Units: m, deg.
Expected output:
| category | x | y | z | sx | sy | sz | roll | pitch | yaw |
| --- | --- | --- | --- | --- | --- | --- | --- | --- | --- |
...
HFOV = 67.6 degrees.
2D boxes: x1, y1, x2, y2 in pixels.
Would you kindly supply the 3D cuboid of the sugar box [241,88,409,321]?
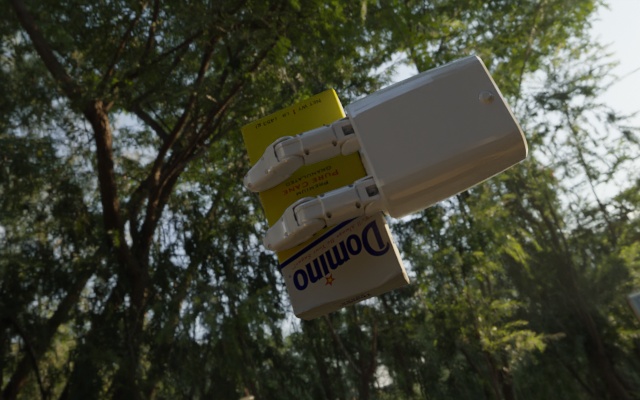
| category | x | y | z | sx | sy | sz | roll | pitch | yaw |
| --- | --- | --- | --- | --- | --- | --- | --- | --- | --- |
| sugar box | 0.000 | 0.001 | 0.405 | 0.093 | 0.176 | 0.048 | -23 | -24 | 8 |
